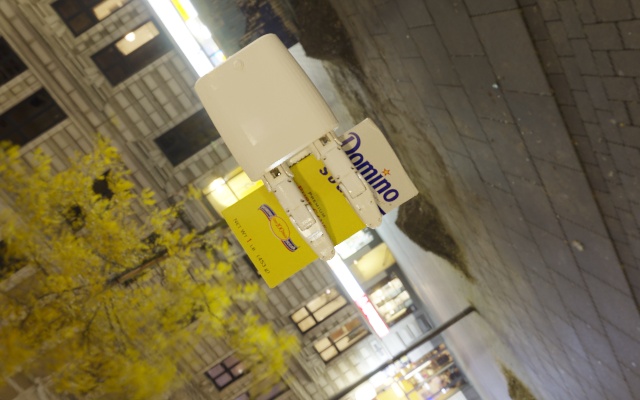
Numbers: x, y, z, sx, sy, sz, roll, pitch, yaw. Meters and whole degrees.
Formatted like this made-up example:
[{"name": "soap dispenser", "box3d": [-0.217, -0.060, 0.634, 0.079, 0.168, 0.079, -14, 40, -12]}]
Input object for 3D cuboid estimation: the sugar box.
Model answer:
[{"name": "sugar box", "box3d": [0.000, 0.002, 0.484, 0.176, 0.093, 0.048, -33, 2, -1]}]
